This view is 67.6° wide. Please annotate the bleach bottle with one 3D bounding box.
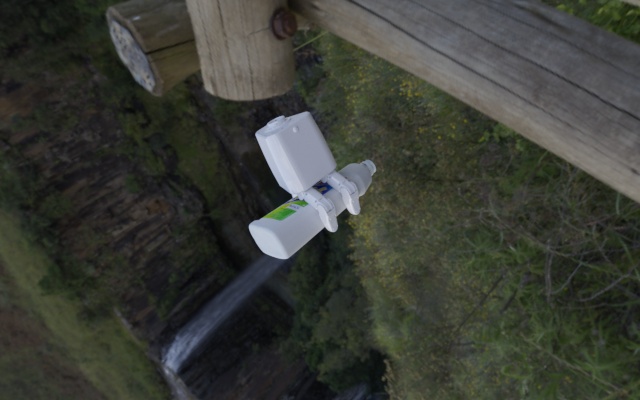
[{"bbox_3d":[0.000,0.003,0.849,0.250,0.068,0.102,-37,23,-27],"label":"bleach bottle"}]
